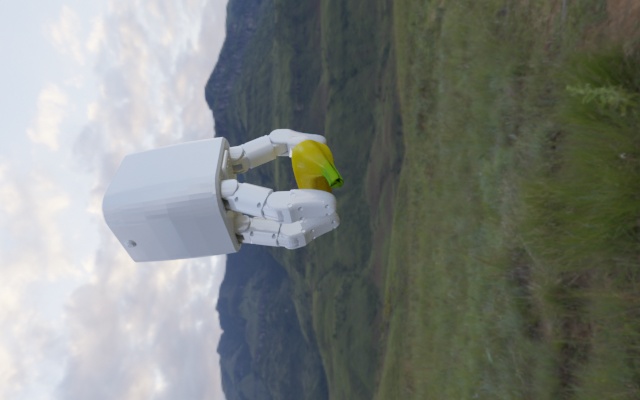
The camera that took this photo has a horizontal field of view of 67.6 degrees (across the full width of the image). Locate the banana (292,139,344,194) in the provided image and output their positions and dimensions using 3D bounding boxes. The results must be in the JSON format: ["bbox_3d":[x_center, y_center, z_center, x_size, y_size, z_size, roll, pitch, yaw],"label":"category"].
[{"bbox_3d":[-0.005,-0.017,0.491,0.037,0.069,0.198,-15,-14,-3],"label":"banana"}]
